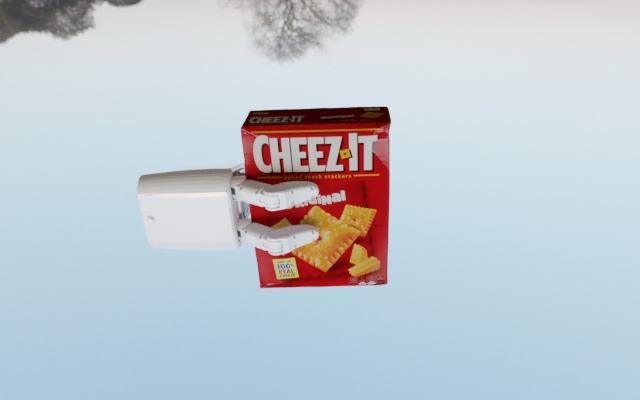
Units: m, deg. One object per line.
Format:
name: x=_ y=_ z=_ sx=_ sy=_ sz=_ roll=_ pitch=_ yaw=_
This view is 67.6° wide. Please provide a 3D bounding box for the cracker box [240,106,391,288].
cracker box: x=0.000 y=0.002 z=0.573 sx=0.164 sy=0.214 sz=0.072 roll=-1 pitch=27 yaw=3
